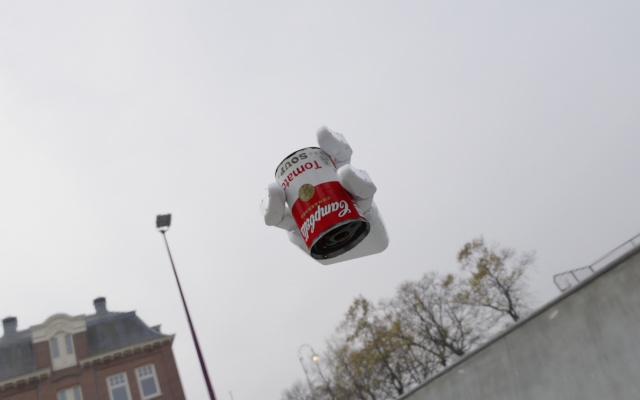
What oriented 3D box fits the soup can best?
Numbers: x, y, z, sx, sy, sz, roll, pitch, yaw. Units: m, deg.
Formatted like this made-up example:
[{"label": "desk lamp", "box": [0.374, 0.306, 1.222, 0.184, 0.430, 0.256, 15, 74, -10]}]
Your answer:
[{"label": "soup can", "box": [0.000, 0.001, 0.505, 0.068, 0.102, 0.068, -21, -29, -12]}]
